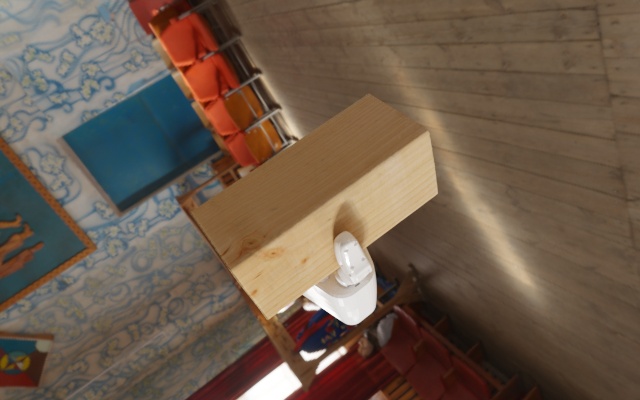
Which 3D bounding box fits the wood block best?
[{"bbox_3d":[0.000,0.002,0.451,0.206,0.090,0.090,-36,48,-12],"label":"wood block"}]
